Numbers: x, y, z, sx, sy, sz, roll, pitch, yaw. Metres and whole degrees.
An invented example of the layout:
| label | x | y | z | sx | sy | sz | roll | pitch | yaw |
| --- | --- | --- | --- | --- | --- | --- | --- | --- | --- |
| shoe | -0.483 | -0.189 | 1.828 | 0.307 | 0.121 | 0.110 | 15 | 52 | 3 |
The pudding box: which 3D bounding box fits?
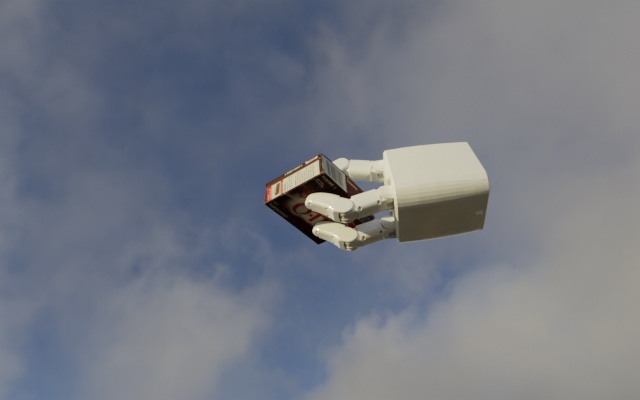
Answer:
| label | x | y | z | sx | sy | sz | roll | pitch | yaw |
| --- | --- | --- | --- | --- | --- | --- | --- | --- | --- |
| pudding box | 0.000 | 0.002 | 0.593 | 0.090 | 0.039 | 0.113 | -28 | -48 | 25 |
